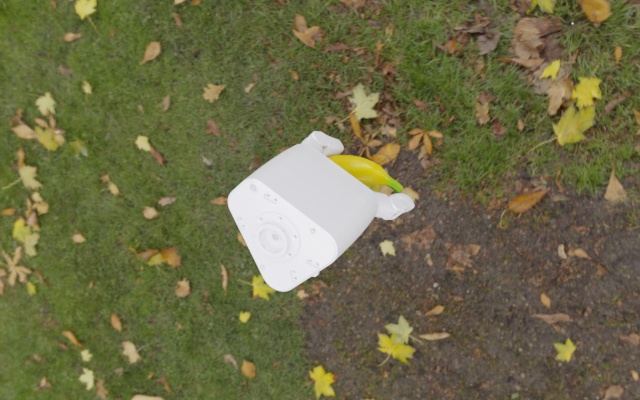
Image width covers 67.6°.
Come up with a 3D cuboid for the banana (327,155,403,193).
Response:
[{"bbox_3d":[-0.004,-0.015,0.585,0.198,0.070,0.037,-13,19,28],"label":"banana"}]
